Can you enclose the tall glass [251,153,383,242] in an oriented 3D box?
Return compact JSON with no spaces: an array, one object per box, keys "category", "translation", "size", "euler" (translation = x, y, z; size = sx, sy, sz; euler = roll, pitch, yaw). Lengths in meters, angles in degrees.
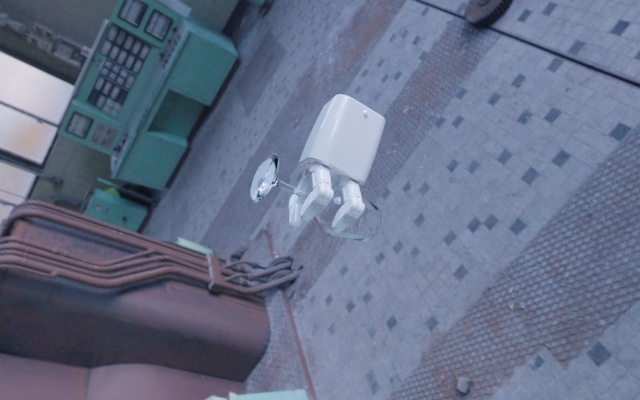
[{"category":"tall glass","translation":[-0.001,0.002,0.722],"size":[0.201,0.079,0.079],"euler":[25,-12,-29]}]
